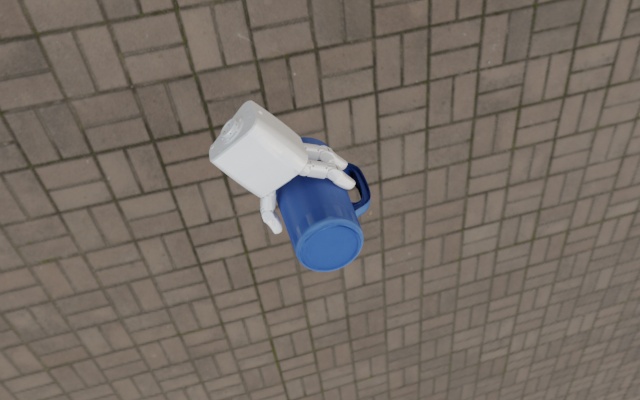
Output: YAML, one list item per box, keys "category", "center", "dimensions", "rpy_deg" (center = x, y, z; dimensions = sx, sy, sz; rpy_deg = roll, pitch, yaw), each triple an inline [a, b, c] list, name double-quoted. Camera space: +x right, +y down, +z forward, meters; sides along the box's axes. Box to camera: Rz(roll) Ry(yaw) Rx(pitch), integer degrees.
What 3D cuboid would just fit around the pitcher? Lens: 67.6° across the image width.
- category: "pitcher"
  center: [0.000, 0.003, 0.817]
  dimensions: [0.145, 0.149, 0.242]
  rpy_deg: [39, 18, -34]
